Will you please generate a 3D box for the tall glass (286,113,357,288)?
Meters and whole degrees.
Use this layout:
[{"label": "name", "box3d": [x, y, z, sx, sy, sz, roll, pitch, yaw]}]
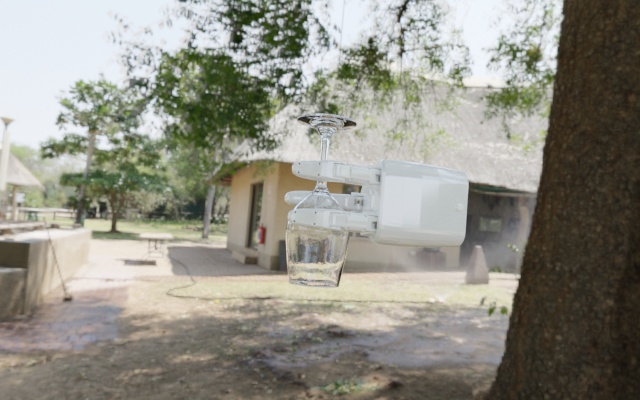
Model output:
[{"label": "tall glass", "box3d": [0.000, 0.001, 0.581, 0.079, 0.201, 0.079, 5, -4, 0]}]
